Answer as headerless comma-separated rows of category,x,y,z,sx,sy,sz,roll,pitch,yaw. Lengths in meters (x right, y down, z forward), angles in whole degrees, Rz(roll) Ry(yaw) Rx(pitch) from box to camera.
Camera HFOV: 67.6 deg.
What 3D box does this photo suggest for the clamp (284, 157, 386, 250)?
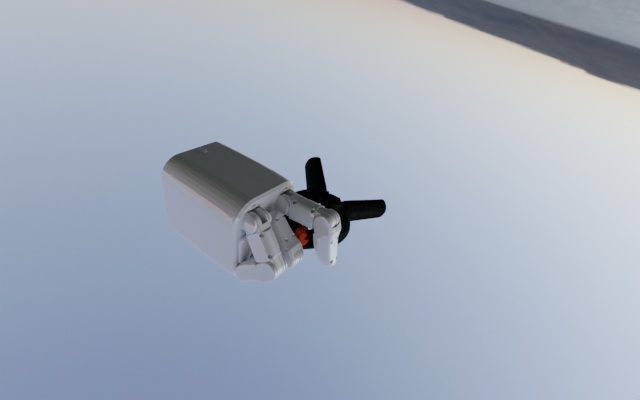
clamp,0.000,0.002,0.570,0.120,0.039,0.171,34,30,17
